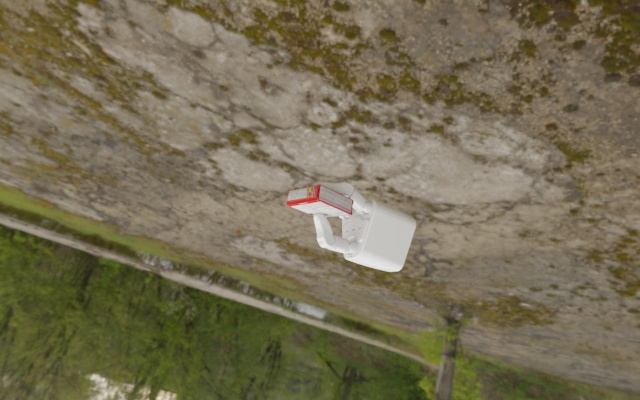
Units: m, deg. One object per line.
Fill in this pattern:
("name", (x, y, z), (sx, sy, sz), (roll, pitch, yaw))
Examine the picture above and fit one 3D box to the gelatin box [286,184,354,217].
("gelatin box", (0.000, 0.003, 0.798), (0.073, 0.030, 0.089), (-8, -22, 43))
